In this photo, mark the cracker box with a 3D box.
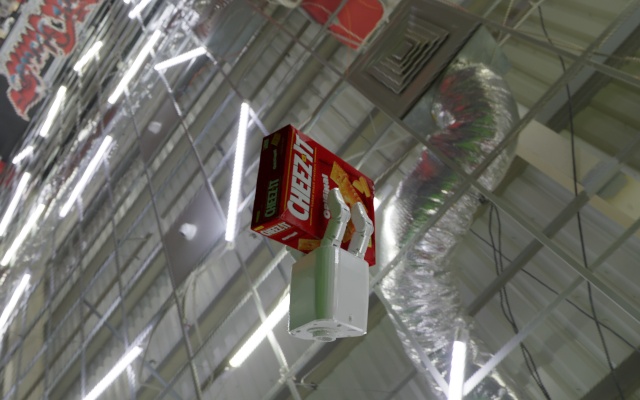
[{"bbox_3d":[0.000,0.003,0.758,0.072,0.164,0.214,-22,-38,37],"label":"cracker box"}]
